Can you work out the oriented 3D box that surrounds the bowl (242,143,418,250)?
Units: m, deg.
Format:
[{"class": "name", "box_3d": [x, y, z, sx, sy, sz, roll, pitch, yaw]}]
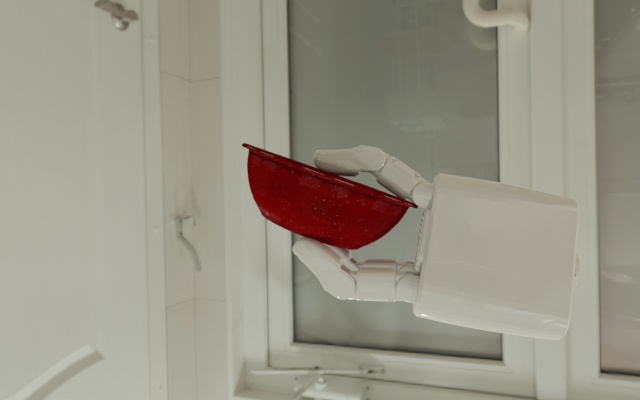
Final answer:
[{"class": "bowl", "box_3d": [-0.001, 0.001, 0.421, 0.162, 0.055, 0.162, 20, 4, -2]}]
